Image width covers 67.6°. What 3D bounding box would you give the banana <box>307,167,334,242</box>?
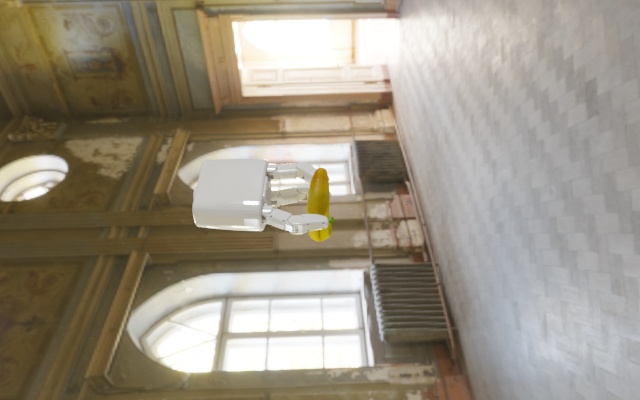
[{"bbox_3d":[-0.002,0.021,0.770,0.037,0.069,0.198,5,-25,6],"label":"banana"}]
